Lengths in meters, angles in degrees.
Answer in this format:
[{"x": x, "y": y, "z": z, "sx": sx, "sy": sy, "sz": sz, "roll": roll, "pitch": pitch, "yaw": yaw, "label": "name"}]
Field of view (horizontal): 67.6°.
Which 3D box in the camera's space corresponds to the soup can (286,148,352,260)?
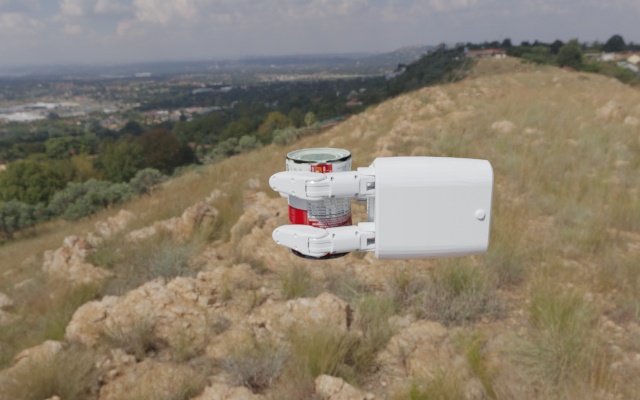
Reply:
[{"x": 0.000, "y": 0.001, "z": 0.494, "sx": 0.068, "sy": 0.102, "sz": 0.068, "roll": -2, "pitch": 17, "yaw": 1, "label": "soup can"}]
